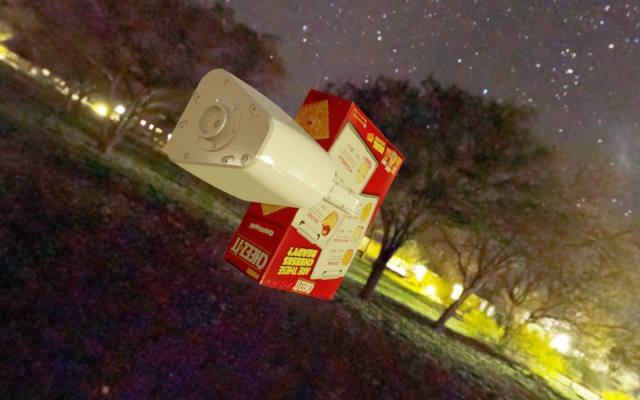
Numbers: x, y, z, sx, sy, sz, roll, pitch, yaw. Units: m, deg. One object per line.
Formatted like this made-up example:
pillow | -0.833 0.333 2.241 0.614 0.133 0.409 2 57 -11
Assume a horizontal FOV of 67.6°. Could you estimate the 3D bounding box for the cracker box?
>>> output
cracker box | 0.000 0.002 0.574 0.072 0.213 0.164 27 -2 34
